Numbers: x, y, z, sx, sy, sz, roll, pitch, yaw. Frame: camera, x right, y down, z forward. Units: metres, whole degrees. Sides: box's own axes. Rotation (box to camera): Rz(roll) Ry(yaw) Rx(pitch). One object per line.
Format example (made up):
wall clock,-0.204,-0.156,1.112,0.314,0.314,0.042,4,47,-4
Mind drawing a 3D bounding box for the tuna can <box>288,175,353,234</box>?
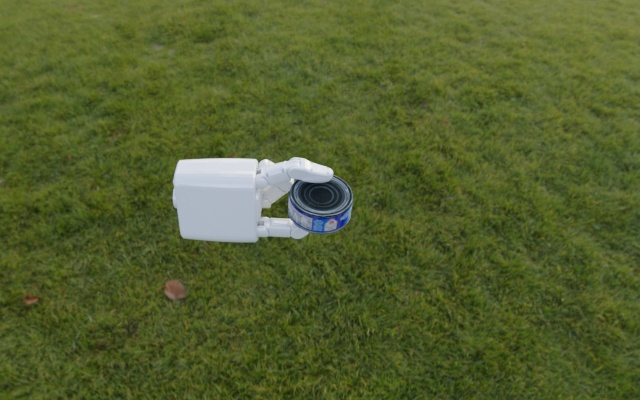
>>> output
tuna can,0.000,0.002,0.633,0.086,0.034,0.086,4,44,-4
